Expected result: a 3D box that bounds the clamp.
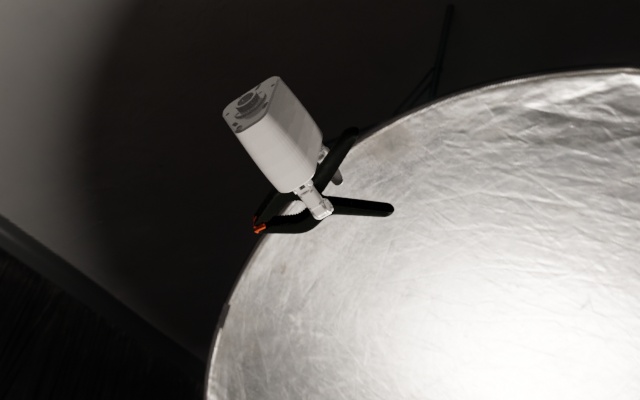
[{"bbox_3d":[0.000,0.003,0.709,0.210,0.165,0.036,-29,34,12],"label":"clamp"}]
